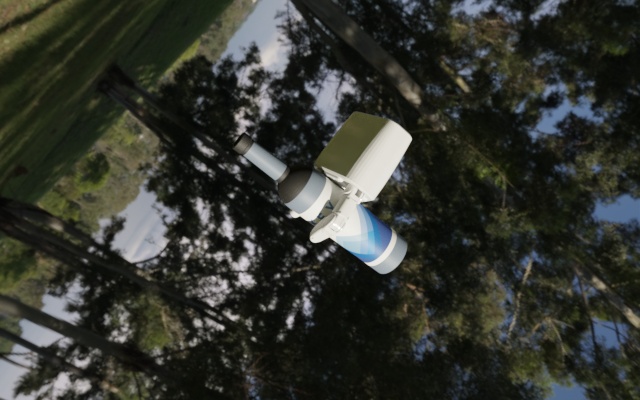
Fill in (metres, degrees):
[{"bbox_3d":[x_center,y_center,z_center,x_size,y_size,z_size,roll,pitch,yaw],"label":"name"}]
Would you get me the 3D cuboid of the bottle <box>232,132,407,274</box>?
[{"bbox_3d":[0.000,0.002,0.689,0.296,0.069,0.069,37,-15,-21],"label":"bottle"}]
